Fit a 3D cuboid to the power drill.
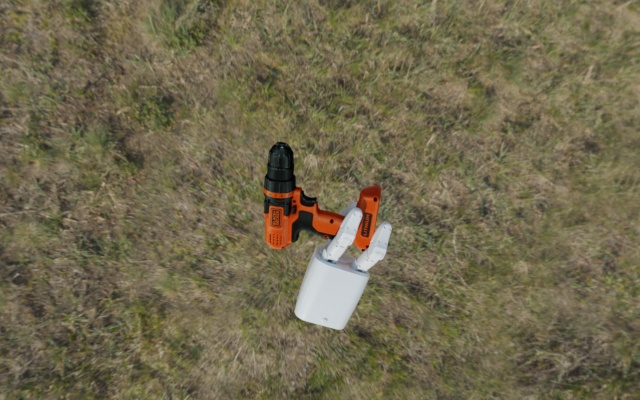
[{"bbox_3d":[0.001,0.003,0.769,0.187,0.184,0.057,8,28,7],"label":"power drill"}]
